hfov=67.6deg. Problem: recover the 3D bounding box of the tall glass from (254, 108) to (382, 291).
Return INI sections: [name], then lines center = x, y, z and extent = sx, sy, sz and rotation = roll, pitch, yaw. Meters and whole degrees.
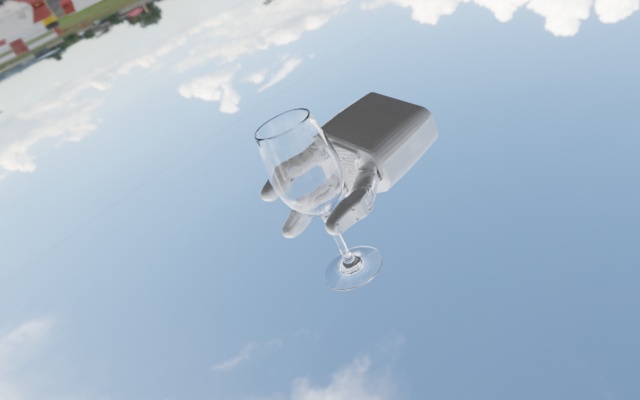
[tall glass]
center = 0.000, 0.002, 0.523
extent = 0.079, 0.201, 0.079
rotation = -20, 29, 12
